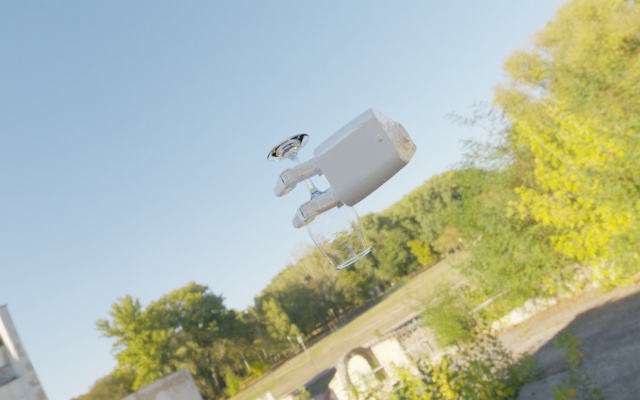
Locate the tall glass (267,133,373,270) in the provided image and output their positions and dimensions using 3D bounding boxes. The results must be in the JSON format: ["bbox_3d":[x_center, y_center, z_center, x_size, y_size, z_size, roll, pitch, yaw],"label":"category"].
[{"bbox_3d":[0.000,0.002,0.712,0.079,0.201,0.079,-29,-12,-7],"label":"tall glass"}]
